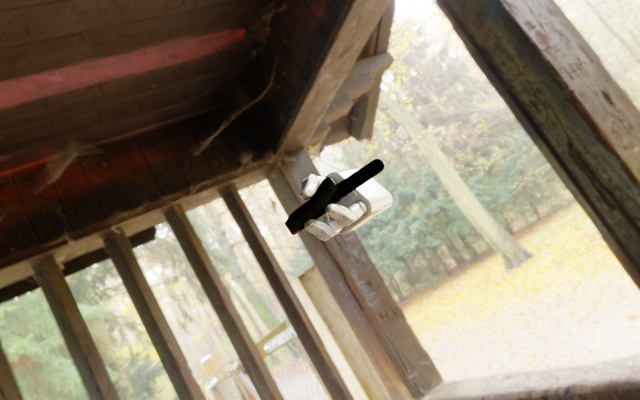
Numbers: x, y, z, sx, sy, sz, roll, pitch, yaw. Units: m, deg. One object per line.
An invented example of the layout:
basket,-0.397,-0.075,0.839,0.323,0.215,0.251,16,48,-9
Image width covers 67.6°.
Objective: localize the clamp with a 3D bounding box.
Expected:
clamp,-0.001,0.002,0.821,0.210,0.036,0.164,-38,-11,32
